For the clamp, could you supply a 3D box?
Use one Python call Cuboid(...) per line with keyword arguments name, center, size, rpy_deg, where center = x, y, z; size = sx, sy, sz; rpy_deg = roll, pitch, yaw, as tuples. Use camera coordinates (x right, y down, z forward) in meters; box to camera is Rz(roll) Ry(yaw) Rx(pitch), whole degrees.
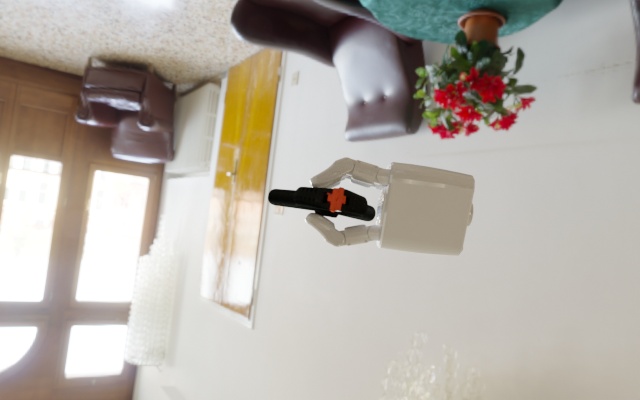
Cuboid(name="clamp", center=(0.000, 0.003, 0.639), size=(0.164, 0.036, 0.210), rpy_deg=(9, -3, 2))
